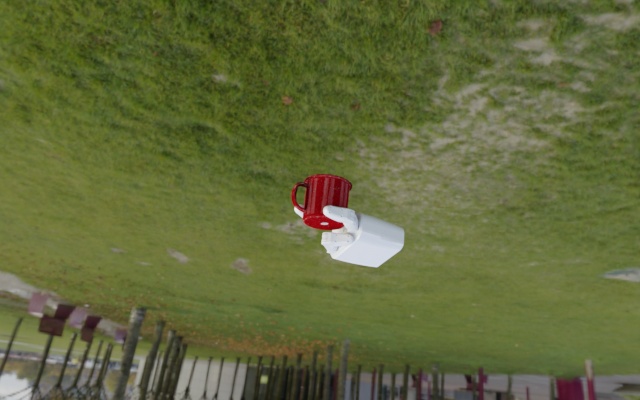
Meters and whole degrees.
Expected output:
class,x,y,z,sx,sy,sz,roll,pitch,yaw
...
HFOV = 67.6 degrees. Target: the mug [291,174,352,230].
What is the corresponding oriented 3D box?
class,x,y,z,sx,sy,sz,roll,pitch,yaw
mug,-0.001,0.003,0.890,0.117,0.081,0.093,17,-24,-25
